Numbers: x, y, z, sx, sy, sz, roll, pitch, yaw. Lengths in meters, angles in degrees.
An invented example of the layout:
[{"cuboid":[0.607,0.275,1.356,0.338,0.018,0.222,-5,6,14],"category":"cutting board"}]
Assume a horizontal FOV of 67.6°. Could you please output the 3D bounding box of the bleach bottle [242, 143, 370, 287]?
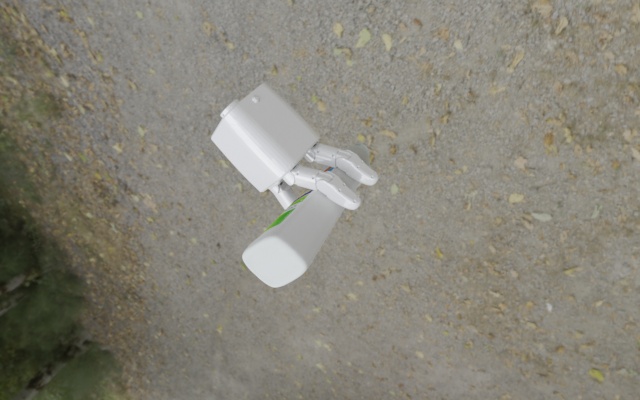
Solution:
[{"cuboid":[0.000,0.002,0.658,0.102,0.068,0.250,-35,13,48],"category":"bleach bottle"}]
